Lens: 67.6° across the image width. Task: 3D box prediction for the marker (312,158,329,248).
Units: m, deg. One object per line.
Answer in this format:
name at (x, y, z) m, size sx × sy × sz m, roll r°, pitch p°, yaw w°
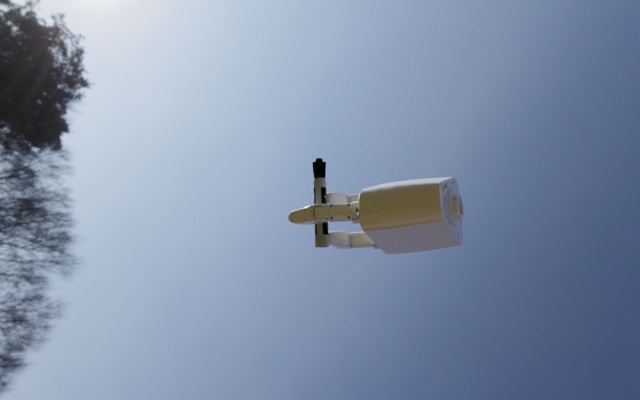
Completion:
marker at (0.000, 0.002, 0.640) m, size 0.020 × 0.121 × 0.020 m, roll -2°, pitch -11°, yaw 0°
